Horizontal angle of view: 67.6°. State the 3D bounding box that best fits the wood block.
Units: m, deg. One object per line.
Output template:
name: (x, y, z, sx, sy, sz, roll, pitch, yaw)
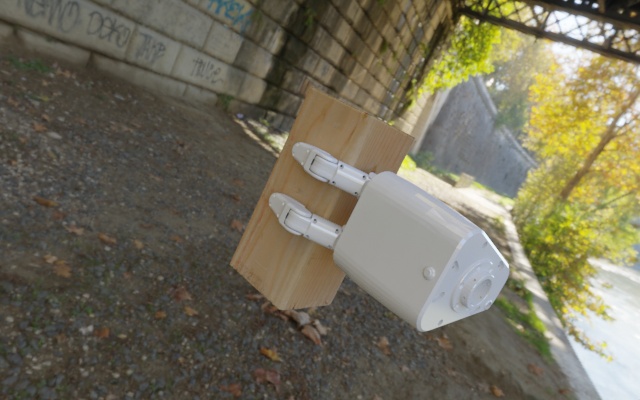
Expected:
wood block: (0.001, 0.002, 0.504, 0.090, 0.206, 0.091, 33, 13, 34)
